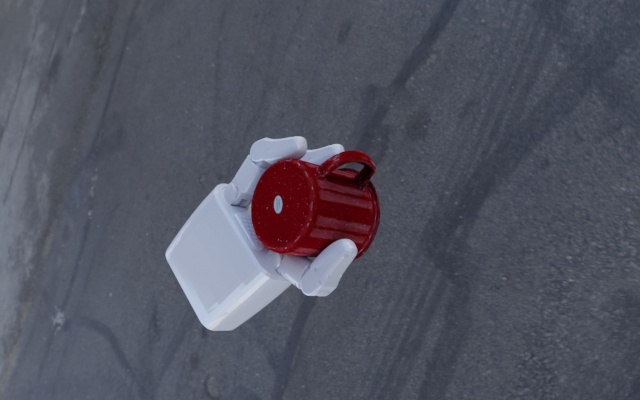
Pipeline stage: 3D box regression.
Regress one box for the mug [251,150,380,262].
[{"bbox_3d":[0.001,0.000,0.421,0.081,0.093,0.117,12,-49,-47],"label":"mug"}]
